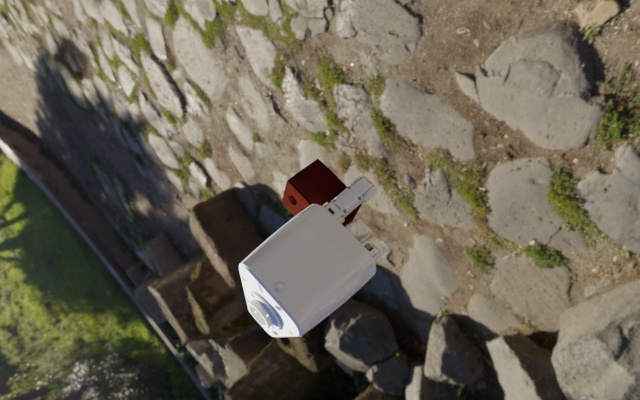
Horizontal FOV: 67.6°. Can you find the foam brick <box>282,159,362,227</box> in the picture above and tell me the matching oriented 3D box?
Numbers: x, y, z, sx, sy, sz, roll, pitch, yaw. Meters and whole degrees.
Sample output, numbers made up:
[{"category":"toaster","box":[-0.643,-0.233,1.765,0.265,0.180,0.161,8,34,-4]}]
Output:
[{"category":"foam brick","box":[0.000,0.002,0.558,0.051,0.078,0.053,-37,-15,-27]}]
